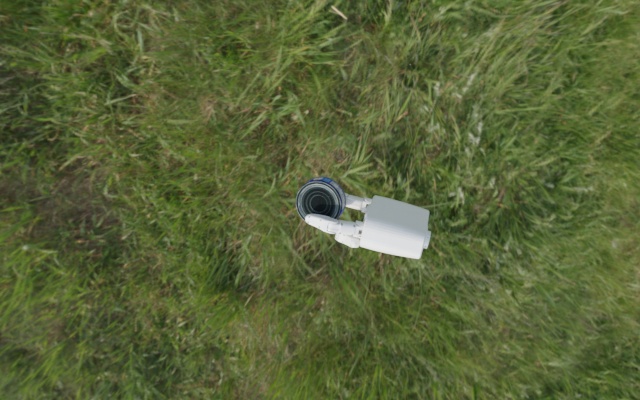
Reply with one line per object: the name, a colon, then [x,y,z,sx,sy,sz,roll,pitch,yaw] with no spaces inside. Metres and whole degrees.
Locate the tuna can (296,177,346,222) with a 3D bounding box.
tuna can: [0.000,0.003,0.844,0.086,0.086,0.033,0,14,16]
